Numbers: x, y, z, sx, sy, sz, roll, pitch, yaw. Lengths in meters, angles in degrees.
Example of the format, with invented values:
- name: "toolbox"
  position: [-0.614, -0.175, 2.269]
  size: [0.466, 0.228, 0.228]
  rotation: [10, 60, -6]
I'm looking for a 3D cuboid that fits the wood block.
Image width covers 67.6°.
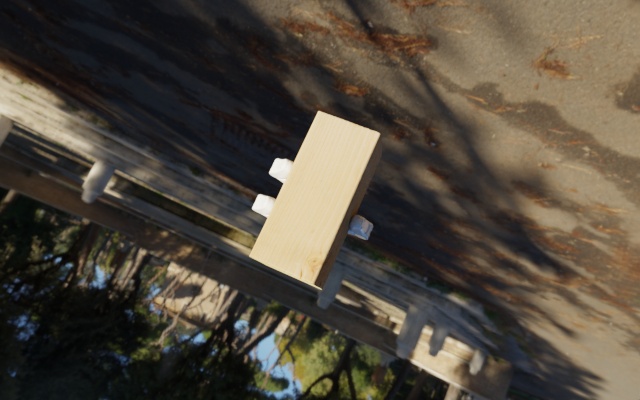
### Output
- name: "wood block"
  position: [0.000, 0.002, 0.629]
  size: [0.091, 0.206, 0.090]
  rotation: [22, -11, 12]
